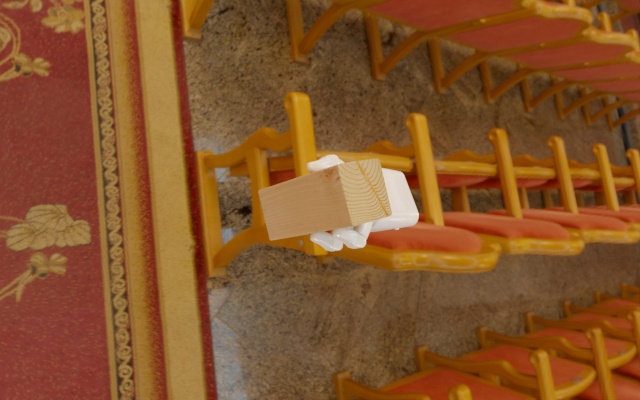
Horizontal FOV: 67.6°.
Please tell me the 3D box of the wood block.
[{"bbox_3d":[0.000,0.002,0.761,0.090,0.091,0.206,-12,-2,-41],"label":"wood block"}]
